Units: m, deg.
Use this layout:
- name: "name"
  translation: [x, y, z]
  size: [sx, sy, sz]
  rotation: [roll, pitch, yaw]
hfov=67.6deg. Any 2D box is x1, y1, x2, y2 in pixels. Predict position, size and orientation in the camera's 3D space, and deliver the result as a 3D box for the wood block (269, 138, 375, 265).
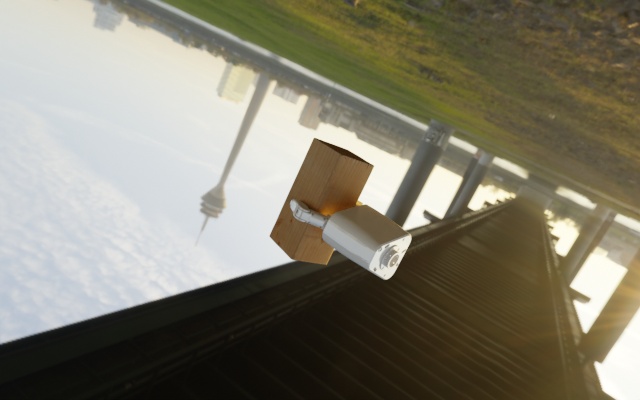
- name: "wood block"
  translation: [0.000, 0.003, 0.875]
  size: [0.091, 0.206, 0.090]
  rotation: [15, 16, -40]
